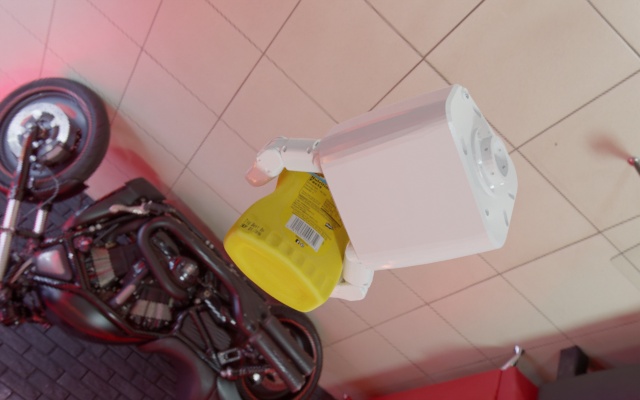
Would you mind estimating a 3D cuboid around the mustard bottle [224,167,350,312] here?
[{"bbox_3d":[0.000,0.002,0.441,0.058,0.096,0.191,-45,8,47],"label":"mustard bottle"}]
